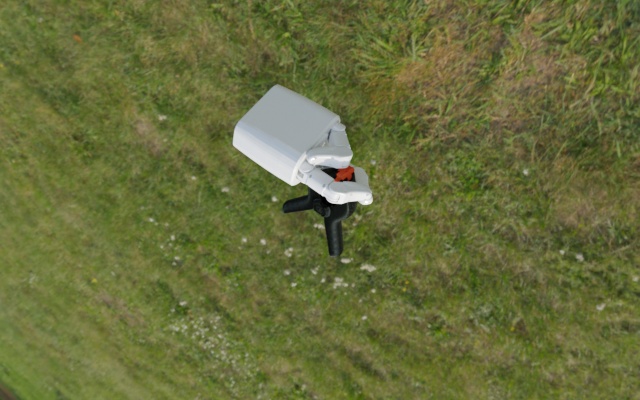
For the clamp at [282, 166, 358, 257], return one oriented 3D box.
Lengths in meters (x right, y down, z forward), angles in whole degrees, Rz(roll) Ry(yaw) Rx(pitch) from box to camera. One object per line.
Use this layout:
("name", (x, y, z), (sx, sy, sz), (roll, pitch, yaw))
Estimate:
("clamp", (0.000, 0.003, 0.703), (0.120, 0.172, 0.039), (32, 47, 13))
